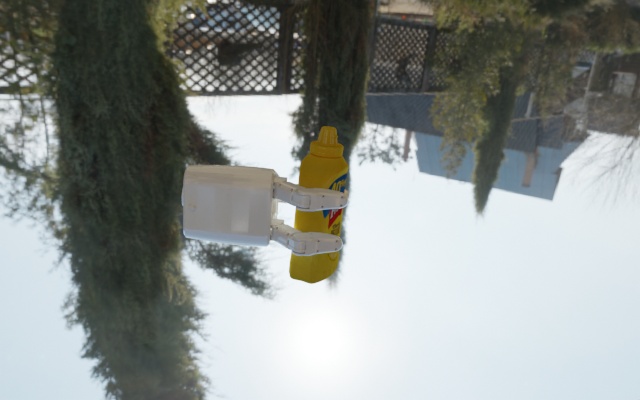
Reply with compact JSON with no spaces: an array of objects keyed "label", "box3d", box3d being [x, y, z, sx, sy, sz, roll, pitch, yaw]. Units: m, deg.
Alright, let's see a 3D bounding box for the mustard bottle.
[{"label":"mustard bottle","box3d":[0.000,0.002,0.608,0.058,0.192,0.096,12,19,21]}]
